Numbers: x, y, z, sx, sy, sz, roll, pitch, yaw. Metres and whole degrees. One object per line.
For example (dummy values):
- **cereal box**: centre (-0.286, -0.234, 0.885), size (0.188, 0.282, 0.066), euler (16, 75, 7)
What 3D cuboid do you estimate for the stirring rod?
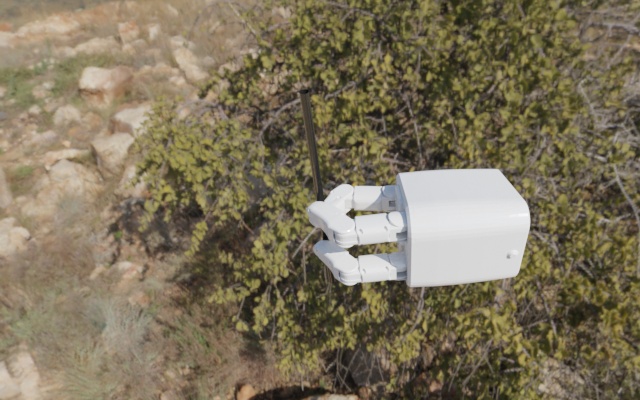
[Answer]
- **stirring rod**: centre (0.000, 0.002, 0.467), size (0.011, 0.240, 0.011), euler (-5, 41, 4)
